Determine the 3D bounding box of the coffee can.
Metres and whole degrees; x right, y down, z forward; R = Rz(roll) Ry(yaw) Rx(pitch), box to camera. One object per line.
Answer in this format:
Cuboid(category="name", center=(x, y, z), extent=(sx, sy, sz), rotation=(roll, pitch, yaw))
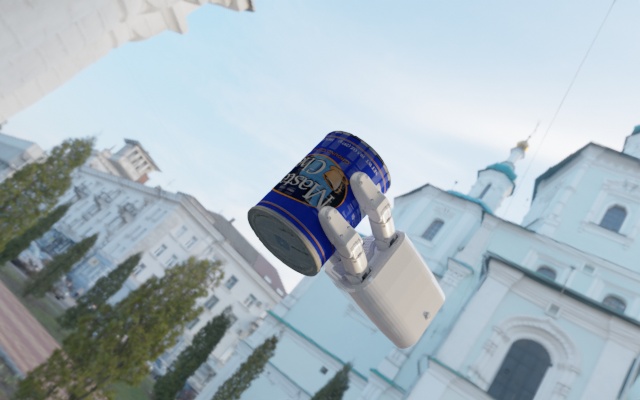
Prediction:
Cuboid(category="coffee can", center=(0.000, 0.002, 0.551), extent=(0.140, 0.103, 0.103), rotation=(-47, 24, -25))
